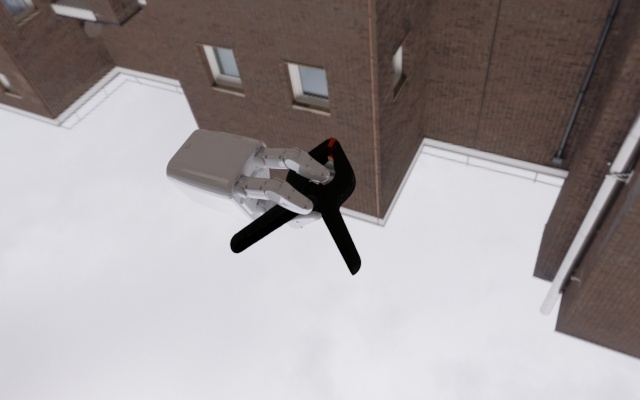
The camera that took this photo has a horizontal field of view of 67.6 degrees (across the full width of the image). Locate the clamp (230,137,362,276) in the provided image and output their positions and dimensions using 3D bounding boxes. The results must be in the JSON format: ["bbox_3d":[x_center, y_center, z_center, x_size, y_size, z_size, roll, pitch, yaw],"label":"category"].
[{"bbox_3d":[0.000,0.002,0.619,0.164,0.210,0.036,15,-36,19],"label":"clamp"}]
